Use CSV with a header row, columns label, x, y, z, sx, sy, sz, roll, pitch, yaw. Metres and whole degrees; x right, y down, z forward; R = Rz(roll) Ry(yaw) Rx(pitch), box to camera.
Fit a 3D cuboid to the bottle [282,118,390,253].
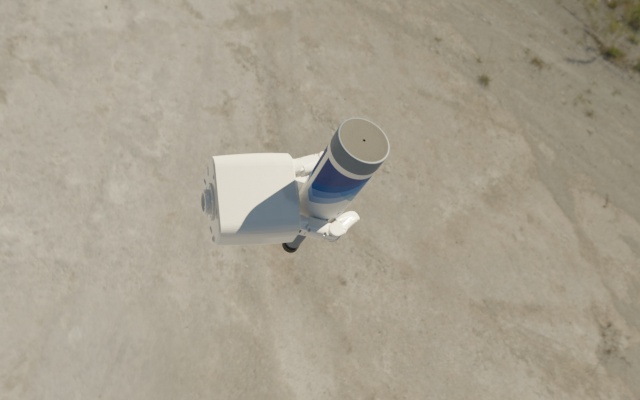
label,x,y,z,sx,sy,sz,roll,pitch,yaw
bottle,0.000,0.002,0.669,0.069,0.069,0.296,0,-29,-23
